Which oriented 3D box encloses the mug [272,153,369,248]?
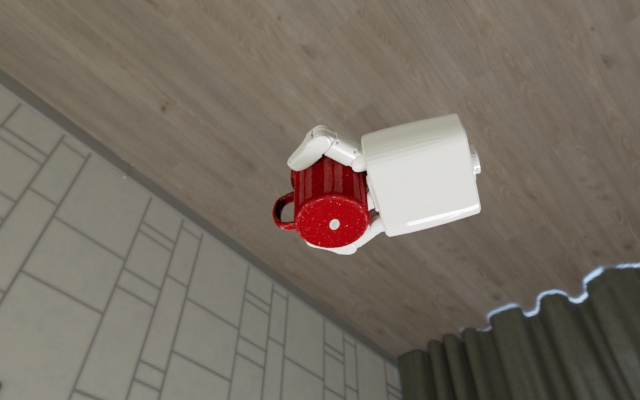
[{"bbox_3d":[-0.001,0.002,0.537,0.117,0.093,0.081,-15,40,12],"label":"mug"}]
